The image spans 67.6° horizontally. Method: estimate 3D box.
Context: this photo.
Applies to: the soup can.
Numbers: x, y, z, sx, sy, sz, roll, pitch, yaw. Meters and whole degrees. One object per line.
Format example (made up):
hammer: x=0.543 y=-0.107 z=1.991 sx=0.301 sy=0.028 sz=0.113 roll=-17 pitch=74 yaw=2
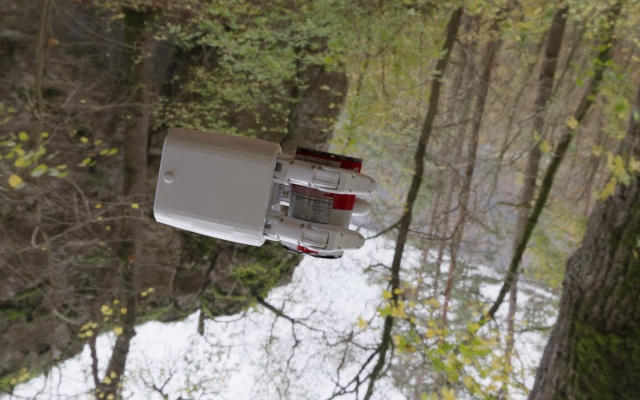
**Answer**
soup can: x=0.001 y=0.002 z=0.484 sx=0.068 sy=0.102 sz=0.068 roll=11 pitch=5 yaw=-1
